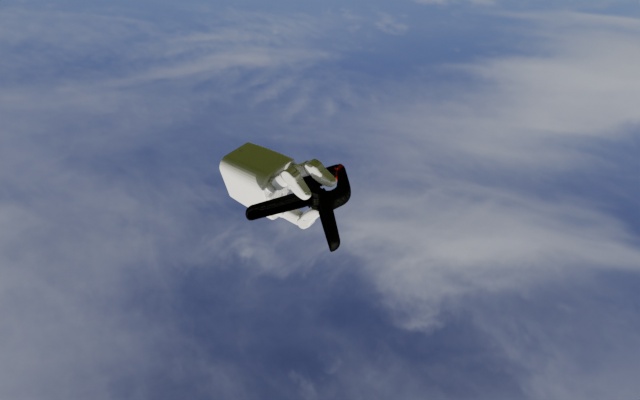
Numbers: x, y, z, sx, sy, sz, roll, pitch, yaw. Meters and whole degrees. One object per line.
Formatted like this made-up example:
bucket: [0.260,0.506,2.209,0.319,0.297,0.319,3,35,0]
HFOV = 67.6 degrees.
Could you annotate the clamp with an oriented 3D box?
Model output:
clamp: [0.000,0.003,0.808,0.164,0.036,0.210,25,42,23]
